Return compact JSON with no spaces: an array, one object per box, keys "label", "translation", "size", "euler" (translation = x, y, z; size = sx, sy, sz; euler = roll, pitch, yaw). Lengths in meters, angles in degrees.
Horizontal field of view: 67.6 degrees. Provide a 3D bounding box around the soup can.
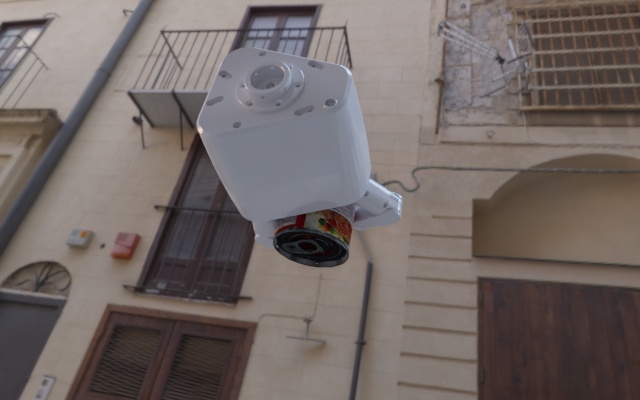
[{"label":"soup can","translation":[0.000,0.001,0.443],"size":[0.068,0.102,0.068],"euler":[9,-32,5]}]
